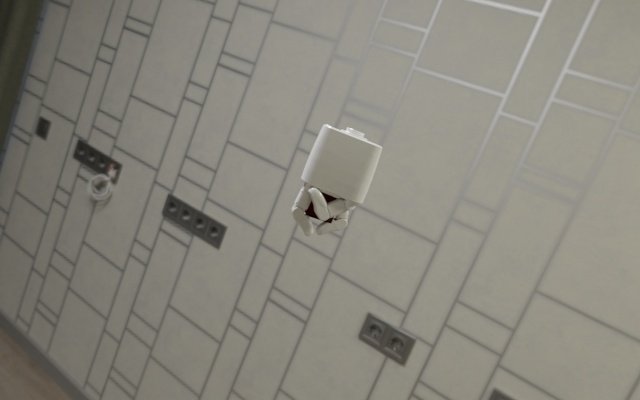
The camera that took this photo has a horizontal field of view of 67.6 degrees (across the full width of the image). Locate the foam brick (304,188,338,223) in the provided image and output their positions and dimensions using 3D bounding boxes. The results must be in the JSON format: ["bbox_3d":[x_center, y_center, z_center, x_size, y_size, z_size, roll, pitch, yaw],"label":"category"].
[{"bbox_3d":[0.000,0.003,0.887,0.053,0.051,0.078,19,9,-13],"label":"foam brick"}]
